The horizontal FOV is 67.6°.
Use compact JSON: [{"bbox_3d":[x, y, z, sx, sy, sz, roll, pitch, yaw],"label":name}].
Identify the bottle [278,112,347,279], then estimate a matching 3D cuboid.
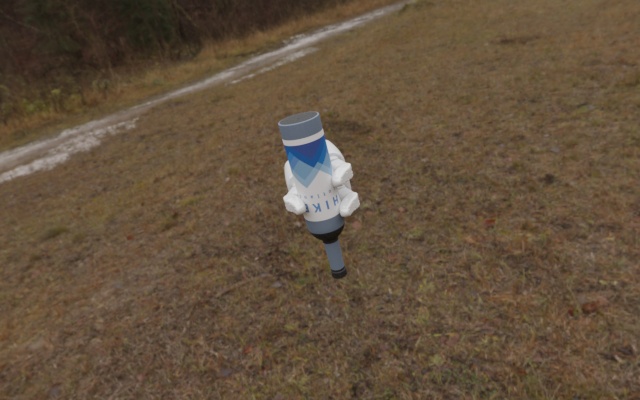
[{"bbox_3d":[0.000,0.002,0.803,0.069,0.296,0.069,-13,23,5],"label":"bottle"}]
